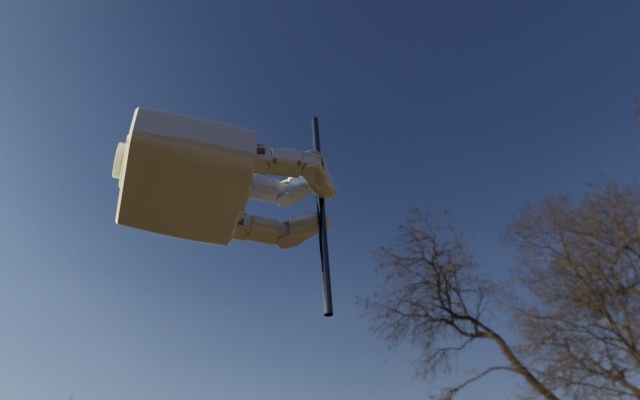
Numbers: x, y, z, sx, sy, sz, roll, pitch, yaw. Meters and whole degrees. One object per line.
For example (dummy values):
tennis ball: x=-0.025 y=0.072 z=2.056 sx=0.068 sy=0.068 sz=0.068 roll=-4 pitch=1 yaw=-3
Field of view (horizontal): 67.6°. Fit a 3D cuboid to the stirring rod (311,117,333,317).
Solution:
stirring rod: x=0.000 y=0.002 z=0.475 sx=0.011 sy=0.239 sz=0.011 roll=-3 pitch=-38 yaw=-2
